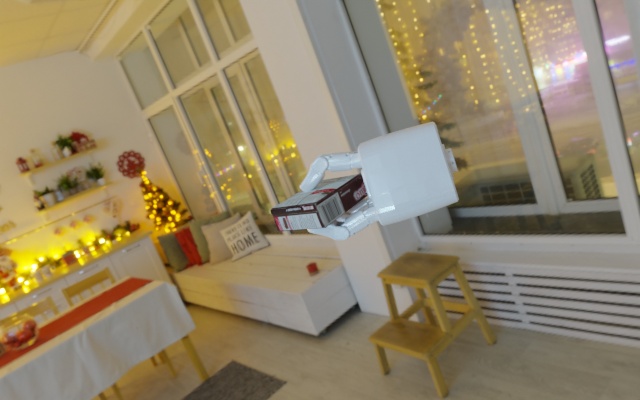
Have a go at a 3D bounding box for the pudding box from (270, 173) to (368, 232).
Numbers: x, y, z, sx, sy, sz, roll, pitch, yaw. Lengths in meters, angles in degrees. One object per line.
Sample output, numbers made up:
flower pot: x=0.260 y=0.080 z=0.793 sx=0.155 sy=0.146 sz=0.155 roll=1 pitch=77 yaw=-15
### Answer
pudding box: x=0.000 y=0.002 z=0.667 sx=0.090 sy=0.039 sz=0.113 roll=-9 pitch=16 yaw=42
